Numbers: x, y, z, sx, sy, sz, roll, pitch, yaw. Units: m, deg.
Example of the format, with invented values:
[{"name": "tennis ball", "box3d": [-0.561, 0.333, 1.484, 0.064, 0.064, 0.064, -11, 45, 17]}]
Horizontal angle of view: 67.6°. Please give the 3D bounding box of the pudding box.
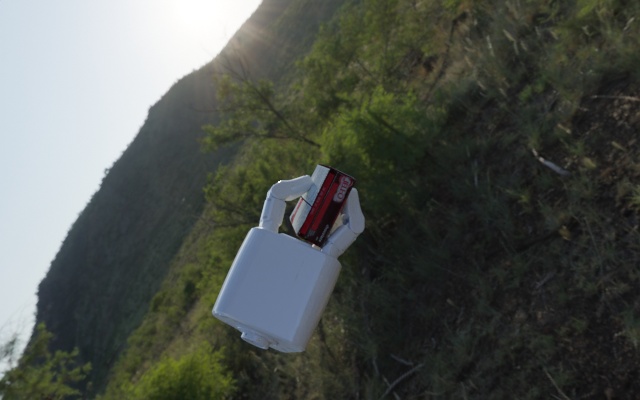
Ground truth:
[{"name": "pudding box", "box3d": [0.000, 0.002, 0.595, 0.039, 0.090, 0.113, 27, 3, -12]}]
